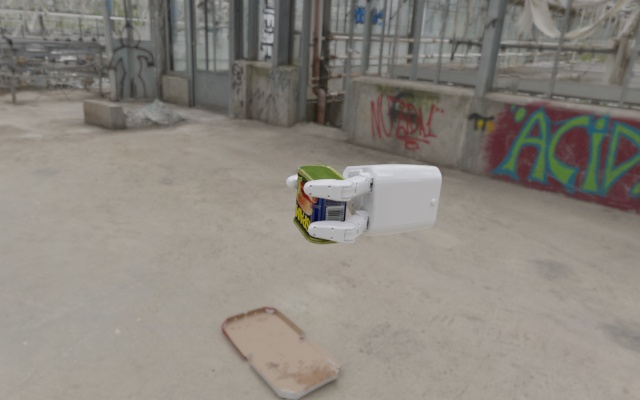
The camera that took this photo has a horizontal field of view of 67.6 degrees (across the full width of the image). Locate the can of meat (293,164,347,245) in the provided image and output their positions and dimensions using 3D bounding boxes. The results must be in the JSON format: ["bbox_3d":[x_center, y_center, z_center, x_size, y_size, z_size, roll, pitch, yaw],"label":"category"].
[{"bbox_3d":[0.000,0.002,0.664,0.057,0.084,0.102,-3,20,-19],"label":"can of meat"}]
